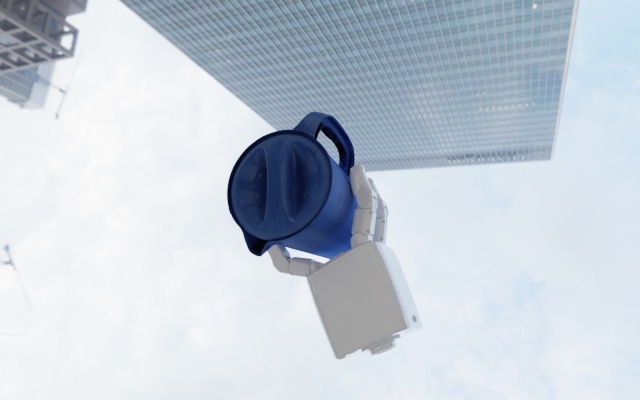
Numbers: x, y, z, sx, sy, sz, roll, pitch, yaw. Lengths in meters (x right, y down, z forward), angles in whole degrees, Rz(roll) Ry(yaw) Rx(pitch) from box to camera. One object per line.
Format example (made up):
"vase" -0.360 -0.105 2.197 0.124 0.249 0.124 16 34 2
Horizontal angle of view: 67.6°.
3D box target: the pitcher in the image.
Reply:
"pitcher" 0.000 0.002 0.636 0.149 0.145 0.243 -27 -24 14
